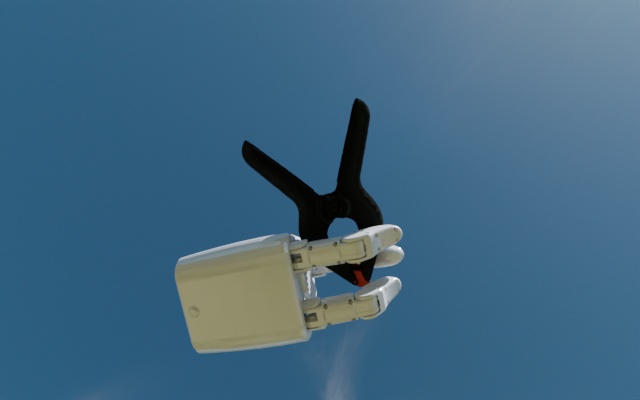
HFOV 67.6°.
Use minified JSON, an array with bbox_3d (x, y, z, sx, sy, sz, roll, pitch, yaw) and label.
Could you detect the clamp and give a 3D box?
[{"bbox_3d":[0.000,0.001,0.443,0.120,0.171,0.039,-11,7,6],"label":"clamp"}]
